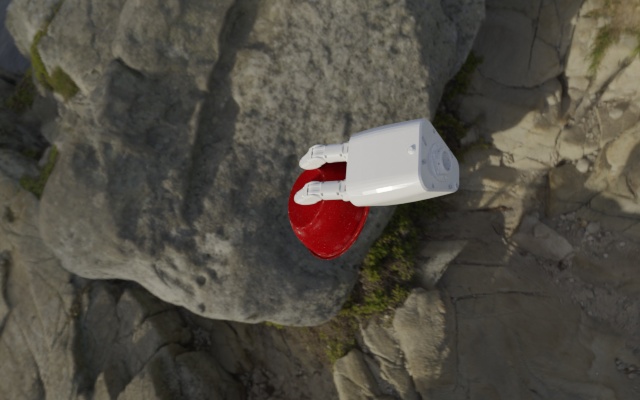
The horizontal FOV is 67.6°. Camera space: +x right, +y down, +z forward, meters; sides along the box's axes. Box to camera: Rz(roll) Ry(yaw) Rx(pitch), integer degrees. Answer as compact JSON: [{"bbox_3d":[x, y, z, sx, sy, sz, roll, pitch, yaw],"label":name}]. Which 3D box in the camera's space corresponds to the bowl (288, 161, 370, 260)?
[{"bbox_3d":[-0.001,0.003,0.700,0.055,0.162,0.162,17,-10,-34],"label":"bowl"}]
